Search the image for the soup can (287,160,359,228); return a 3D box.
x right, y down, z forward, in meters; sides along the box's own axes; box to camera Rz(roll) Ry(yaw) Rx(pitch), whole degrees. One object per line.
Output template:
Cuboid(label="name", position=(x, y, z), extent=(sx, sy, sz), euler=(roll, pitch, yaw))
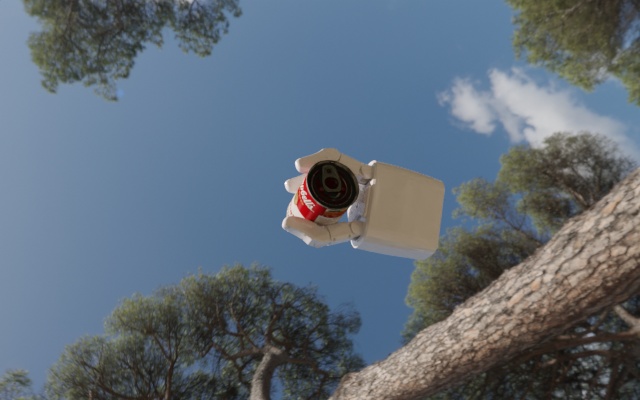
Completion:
Cuboid(label="soup can", position=(0.000, 0.002, 0.618), extent=(0.068, 0.068, 0.102), euler=(0, -26, -20))
